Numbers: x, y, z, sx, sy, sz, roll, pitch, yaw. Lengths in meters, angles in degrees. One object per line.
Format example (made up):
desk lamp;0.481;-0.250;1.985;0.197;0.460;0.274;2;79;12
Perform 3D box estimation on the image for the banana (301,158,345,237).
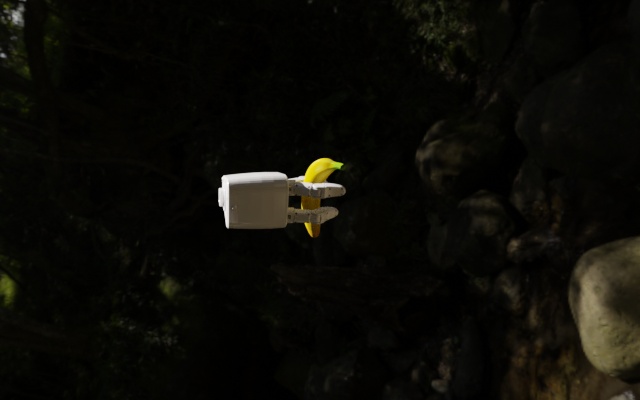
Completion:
banana;-0.008;-0.012;0.901;0.037;0.069;0.198;-15;-37;-29
